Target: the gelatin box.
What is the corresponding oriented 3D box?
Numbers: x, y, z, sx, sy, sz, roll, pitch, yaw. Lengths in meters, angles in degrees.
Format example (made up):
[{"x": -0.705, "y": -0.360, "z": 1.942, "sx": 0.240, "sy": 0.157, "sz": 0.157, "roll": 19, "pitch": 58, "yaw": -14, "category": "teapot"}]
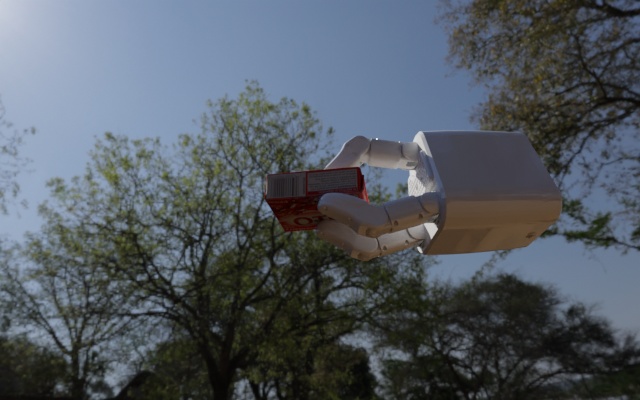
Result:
[{"x": 0.000, "y": 0.001, "z": 0.450, "sx": 0.089, "sy": 0.030, "sz": 0.073, "roll": -4, "pitch": -27, "yaw": 9, "category": "gelatin box"}]
